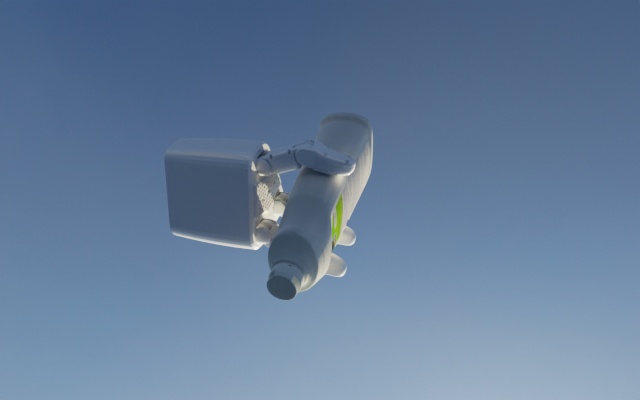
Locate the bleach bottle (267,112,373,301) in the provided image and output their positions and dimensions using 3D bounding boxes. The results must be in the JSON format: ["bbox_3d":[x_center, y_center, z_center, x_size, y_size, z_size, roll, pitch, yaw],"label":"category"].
[{"bbox_3d":[0.000,0.002,0.510,0.068,0.103,0.250,6,35,15],"label":"bleach bottle"}]
